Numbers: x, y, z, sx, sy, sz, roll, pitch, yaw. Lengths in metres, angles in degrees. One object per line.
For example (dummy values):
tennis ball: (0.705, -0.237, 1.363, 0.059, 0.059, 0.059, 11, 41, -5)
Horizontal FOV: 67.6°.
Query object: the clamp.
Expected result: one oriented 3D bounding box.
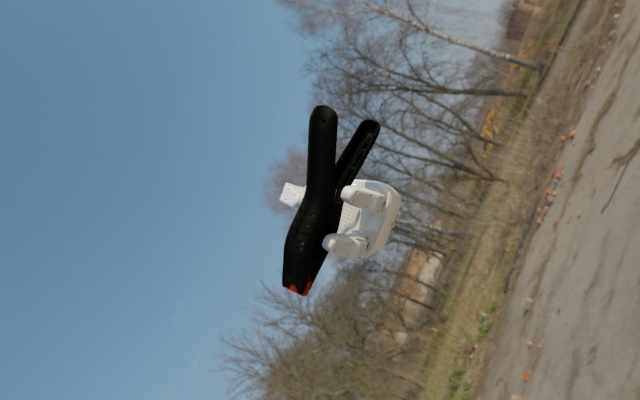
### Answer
clamp: (-0.001, 0.002, 0.495, 0.036, 0.210, 0.164, 23, 6, 20)
